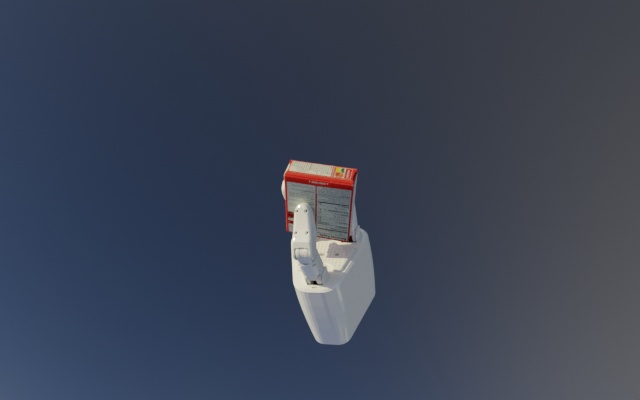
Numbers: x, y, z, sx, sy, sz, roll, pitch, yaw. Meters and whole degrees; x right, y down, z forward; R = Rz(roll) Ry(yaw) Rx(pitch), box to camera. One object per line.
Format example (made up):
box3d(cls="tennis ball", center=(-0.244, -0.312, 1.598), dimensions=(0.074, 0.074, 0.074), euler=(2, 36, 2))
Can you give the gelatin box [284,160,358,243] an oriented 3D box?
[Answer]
box3d(cls="gelatin box", center=(0.000, 0.002, 0.520), dimensions=(0.073, 0.089, 0.030), euler=(9, 44, 8))
